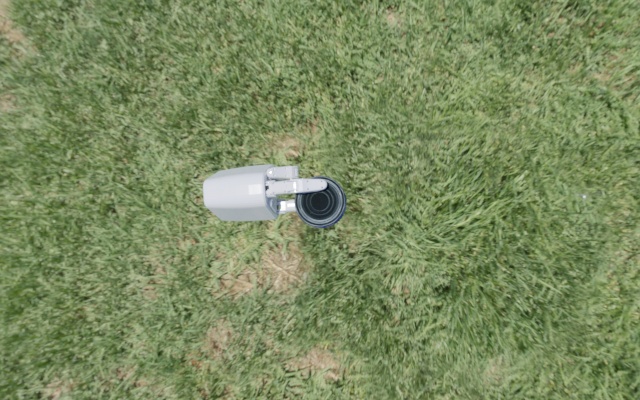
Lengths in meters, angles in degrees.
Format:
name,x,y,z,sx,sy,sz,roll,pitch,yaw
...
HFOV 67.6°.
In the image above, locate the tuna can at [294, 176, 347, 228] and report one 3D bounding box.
name,x,y,z,sx,sy,sz,roll,pitch,yaw
tuna can,0.000,0.003,0.791,0.086,0.086,0.034,0,-5,5
